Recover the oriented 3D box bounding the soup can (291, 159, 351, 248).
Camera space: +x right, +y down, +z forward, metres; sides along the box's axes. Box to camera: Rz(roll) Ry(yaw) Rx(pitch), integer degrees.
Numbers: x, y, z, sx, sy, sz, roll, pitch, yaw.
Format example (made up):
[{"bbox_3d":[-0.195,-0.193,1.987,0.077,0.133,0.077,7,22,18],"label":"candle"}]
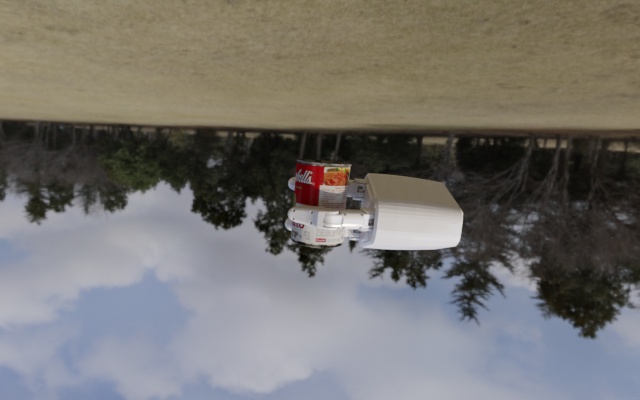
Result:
[{"bbox_3d":[0.000,0.002,0.595,0.068,0.102,0.068,5,8,-1],"label":"soup can"}]
